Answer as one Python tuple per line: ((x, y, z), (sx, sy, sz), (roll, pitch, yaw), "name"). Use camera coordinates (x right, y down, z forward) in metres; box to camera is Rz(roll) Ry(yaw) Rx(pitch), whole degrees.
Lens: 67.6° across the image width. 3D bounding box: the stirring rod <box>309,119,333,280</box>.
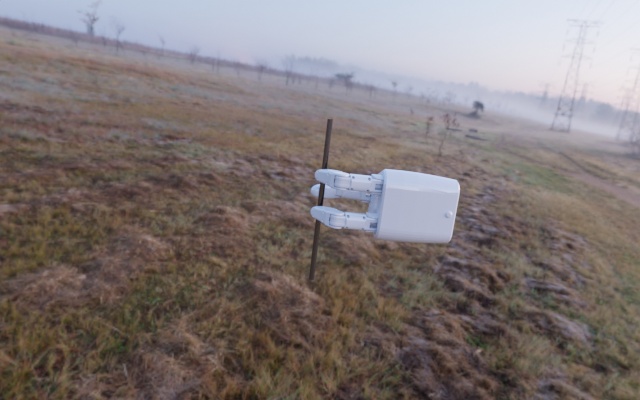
((0.000, 0.002, 0.697), (0.011, 0.239, 0.011), (6, 12, -1), "stirring rod")
